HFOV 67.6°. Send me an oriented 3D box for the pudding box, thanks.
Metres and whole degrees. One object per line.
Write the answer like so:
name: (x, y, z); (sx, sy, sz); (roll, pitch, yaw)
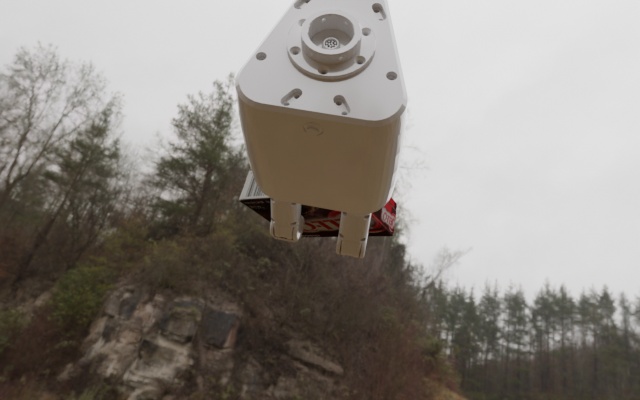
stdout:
pudding box: (0.000, 0.001, 0.425); (0.113, 0.039, 0.090); (-1, -27, 32)
